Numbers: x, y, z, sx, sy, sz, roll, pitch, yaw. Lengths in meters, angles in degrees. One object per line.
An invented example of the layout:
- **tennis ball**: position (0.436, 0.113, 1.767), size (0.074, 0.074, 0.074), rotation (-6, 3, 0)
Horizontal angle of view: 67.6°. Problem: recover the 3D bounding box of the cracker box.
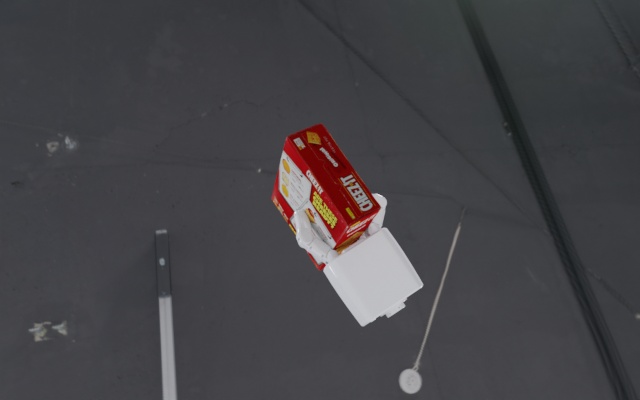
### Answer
- **cracker box**: position (0.000, 0.003, 0.775), size (0.072, 0.164, 0.214), rotation (-28, -16, -23)
